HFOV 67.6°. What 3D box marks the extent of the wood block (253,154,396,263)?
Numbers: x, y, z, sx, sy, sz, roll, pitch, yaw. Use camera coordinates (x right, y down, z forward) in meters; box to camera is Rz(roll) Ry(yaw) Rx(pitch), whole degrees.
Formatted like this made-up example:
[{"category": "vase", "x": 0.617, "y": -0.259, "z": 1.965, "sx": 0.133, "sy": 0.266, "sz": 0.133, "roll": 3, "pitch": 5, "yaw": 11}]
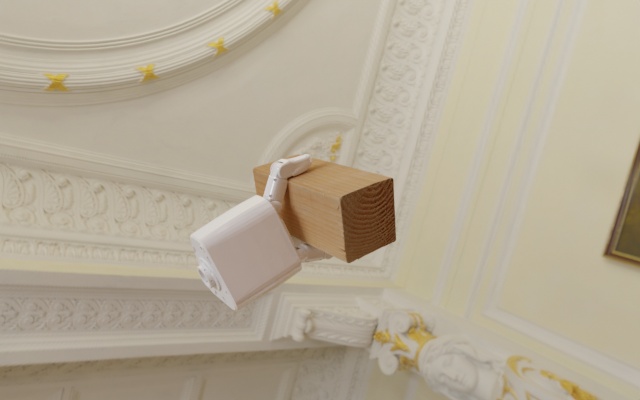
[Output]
[{"category": "wood block", "x": 0.000, "y": 0.002, "z": 0.667, "sx": 0.090, "sy": 0.091, "sz": 0.206, "roll": -20, "pitch": 25, "yaw": -33}]
